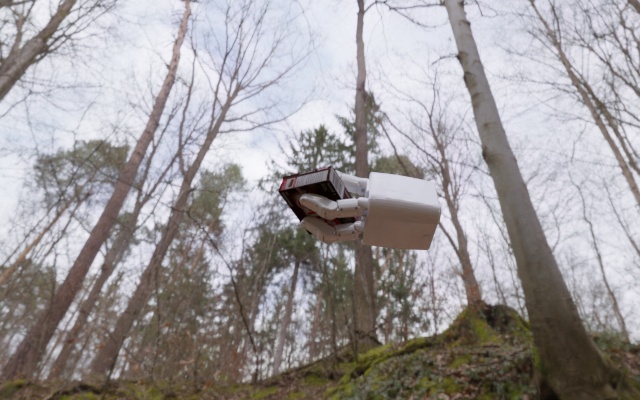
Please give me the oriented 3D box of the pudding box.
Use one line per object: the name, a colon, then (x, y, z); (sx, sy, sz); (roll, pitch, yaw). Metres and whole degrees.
pudding box: (0.000, 0.002, 0.754); (0.090, 0.039, 0.114); (-12, -49, 25)
